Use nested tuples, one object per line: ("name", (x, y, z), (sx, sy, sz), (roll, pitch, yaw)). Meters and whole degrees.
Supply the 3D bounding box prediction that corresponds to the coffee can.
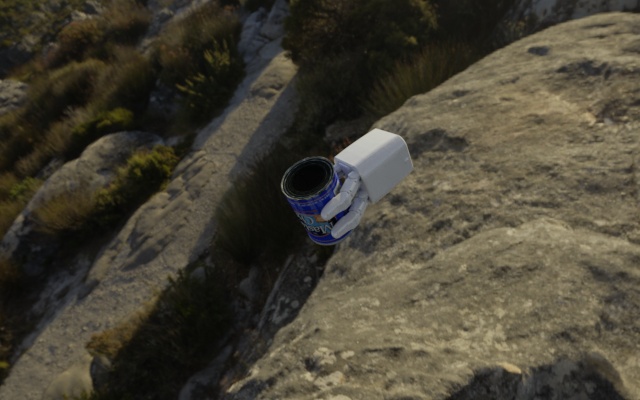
("coffee can", (0.000, 0.003, 0.892), (0.103, 0.102, 0.140), (0, -39, 26))
